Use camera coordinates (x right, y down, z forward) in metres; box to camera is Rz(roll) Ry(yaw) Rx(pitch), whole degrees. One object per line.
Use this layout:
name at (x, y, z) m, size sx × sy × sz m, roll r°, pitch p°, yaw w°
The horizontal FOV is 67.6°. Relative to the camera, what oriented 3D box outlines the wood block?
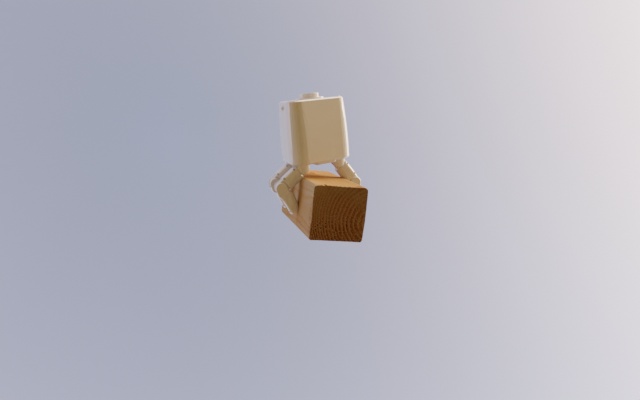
wood block at (0.000, 0.002, 0.836) m, size 0.091 × 0.090 × 0.206 m, roll 3°, pitch 10°, yaw -17°
